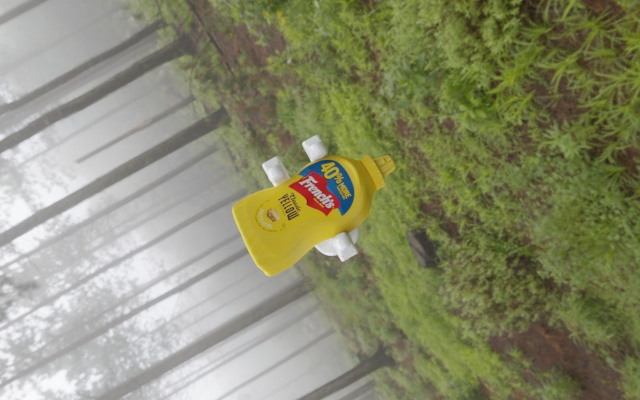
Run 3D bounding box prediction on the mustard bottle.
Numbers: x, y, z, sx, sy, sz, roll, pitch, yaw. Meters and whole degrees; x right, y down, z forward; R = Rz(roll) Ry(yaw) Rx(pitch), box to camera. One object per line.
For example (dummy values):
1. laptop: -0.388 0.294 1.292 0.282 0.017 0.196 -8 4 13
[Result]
1. mustard bottle: 0.000 0.002 0.552 0.191 0.096 0.058 -29 -32 -1
